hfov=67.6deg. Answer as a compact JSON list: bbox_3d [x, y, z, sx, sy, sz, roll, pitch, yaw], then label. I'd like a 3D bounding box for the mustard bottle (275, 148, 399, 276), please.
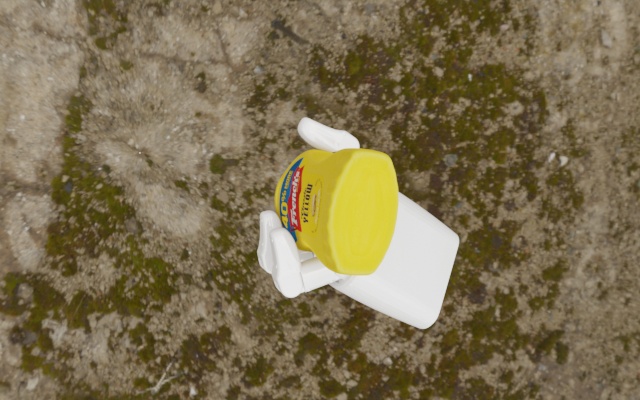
[{"bbox_3d":[0.000,0.001,0.438,0.058,0.096,0.191,5,4,-21],"label":"mustard bottle"}]
